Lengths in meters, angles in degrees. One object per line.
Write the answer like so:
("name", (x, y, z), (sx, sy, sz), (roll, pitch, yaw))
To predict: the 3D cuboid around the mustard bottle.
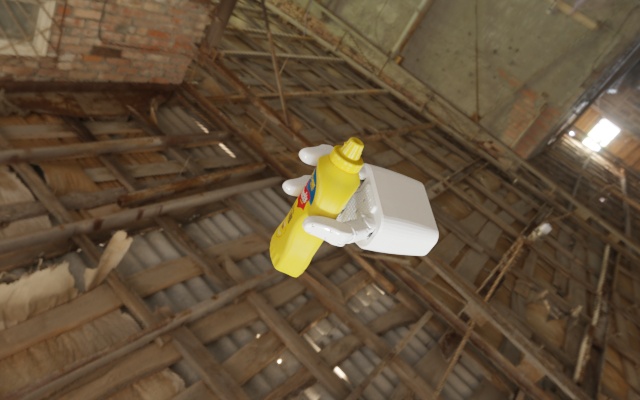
("mustard bottle", (0.000, 0.002, 0.605), (0.058, 0.192, 0.096), (26, 30, -11))
